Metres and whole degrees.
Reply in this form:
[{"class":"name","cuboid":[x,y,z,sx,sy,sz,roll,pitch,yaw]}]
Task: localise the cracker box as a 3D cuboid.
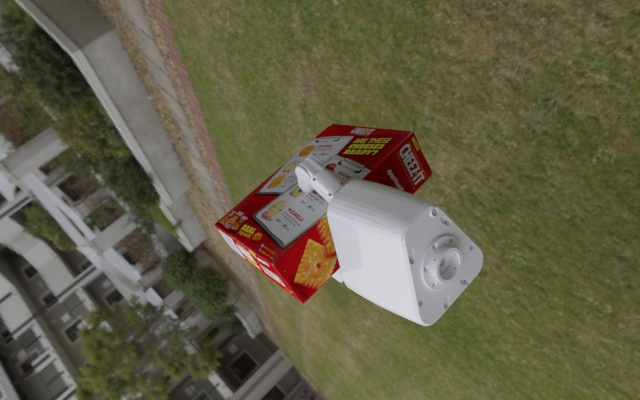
[{"class":"cracker box","cuboid":[0.000,0.002,0.568,0.213,0.072,0.164,-42,30,-18]}]
